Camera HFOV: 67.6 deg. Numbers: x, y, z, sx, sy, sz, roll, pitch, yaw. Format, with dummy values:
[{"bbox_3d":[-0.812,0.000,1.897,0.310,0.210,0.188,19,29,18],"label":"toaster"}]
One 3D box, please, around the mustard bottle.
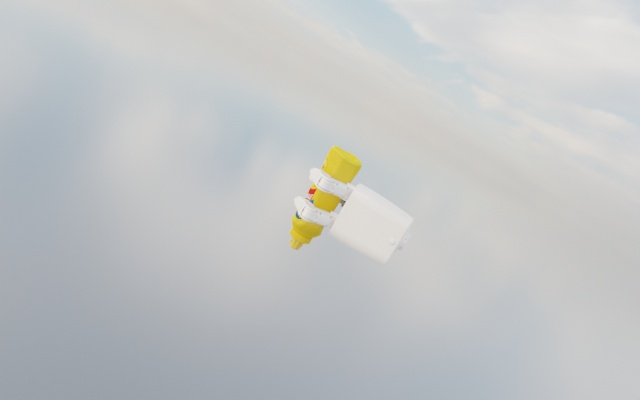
[{"bbox_3d":[0.000,0.002,0.824,0.058,0.192,0.096,26,13,-15],"label":"mustard bottle"}]
